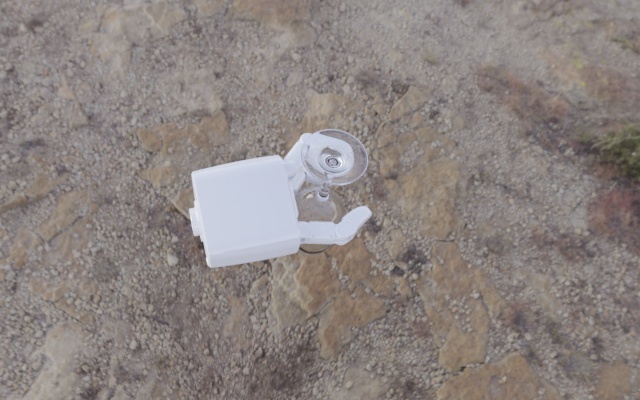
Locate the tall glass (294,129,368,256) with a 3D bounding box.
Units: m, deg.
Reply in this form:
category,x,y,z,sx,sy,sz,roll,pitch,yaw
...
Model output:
category,x,y,z,sx,sy,sz,roll,pitch,yaw
tall glass,0.000,0.002,0.603,0.079,0.079,0.201,0,-31,-10
